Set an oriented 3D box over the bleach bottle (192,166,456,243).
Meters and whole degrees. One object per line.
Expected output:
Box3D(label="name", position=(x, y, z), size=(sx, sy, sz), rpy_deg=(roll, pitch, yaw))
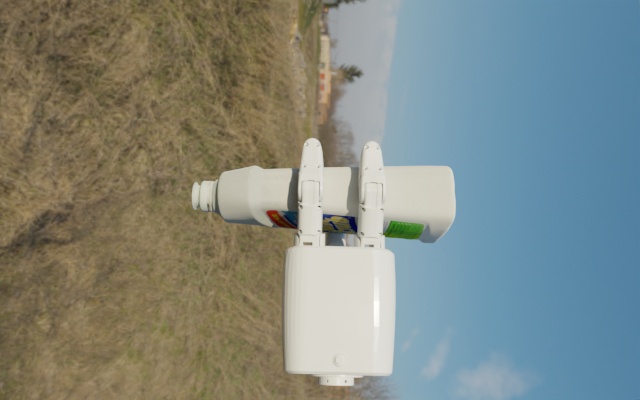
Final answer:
Box3D(label="bleach bottle", position=(0.000, 0.002, 0.486), size=(0.251, 0.068, 0.103), rpy_deg=(2, -18, 0))
